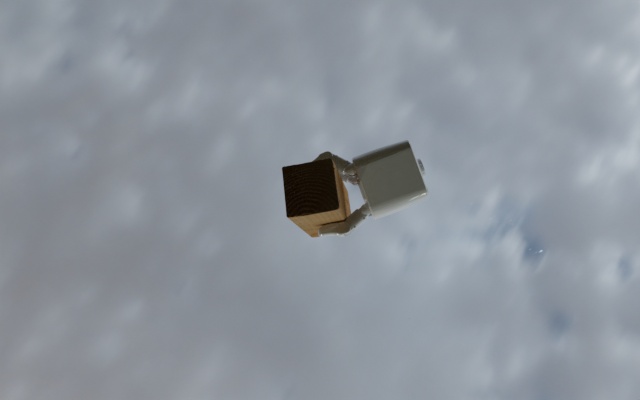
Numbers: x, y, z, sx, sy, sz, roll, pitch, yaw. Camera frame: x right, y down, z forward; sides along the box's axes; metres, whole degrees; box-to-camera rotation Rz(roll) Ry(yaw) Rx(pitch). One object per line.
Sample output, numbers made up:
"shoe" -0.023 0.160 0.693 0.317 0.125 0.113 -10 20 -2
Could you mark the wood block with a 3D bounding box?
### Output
"wood block" 0.001 0.003 0.877 0.090 0.090 0.206 -10 -15 8
